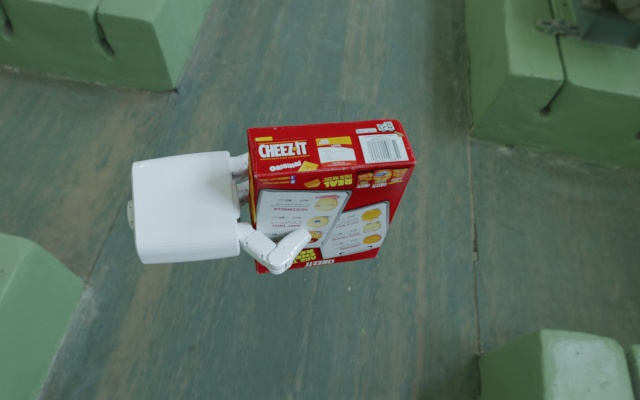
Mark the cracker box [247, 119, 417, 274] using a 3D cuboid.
[{"bbox_3d":[0.000,0.002,0.559,0.164,0.072,0.214,-6,-32,-11],"label":"cracker box"}]
